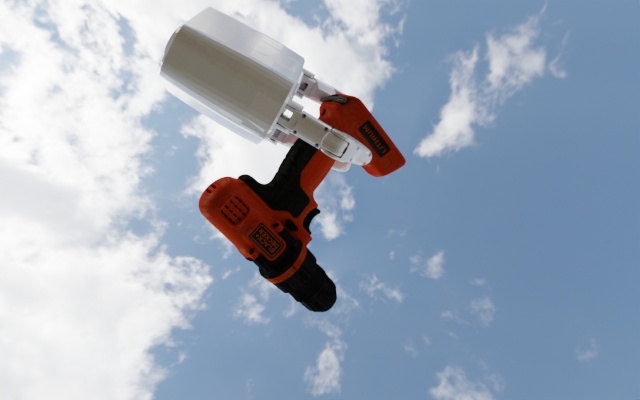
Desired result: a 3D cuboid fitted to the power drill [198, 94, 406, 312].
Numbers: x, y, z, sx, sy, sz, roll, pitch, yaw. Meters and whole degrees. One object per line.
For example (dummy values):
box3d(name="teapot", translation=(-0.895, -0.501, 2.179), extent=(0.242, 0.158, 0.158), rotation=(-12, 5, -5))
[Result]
box3d(name="power drill", translation=(0.000, 0.001, 0.483), extent=(0.184, 0.187, 0.057), rotation=(48, -14, -28))
